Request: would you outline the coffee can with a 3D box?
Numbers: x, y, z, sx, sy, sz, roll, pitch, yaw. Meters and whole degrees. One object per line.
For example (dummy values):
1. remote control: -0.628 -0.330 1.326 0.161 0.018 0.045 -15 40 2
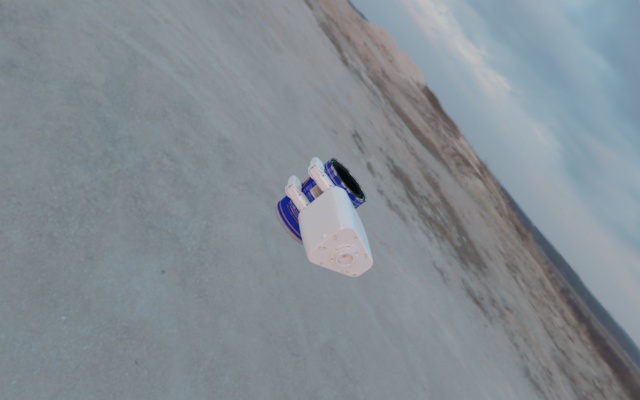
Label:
1. coffee can: 0.000 0.003 0.890 0.140 0.103 0.103 -39 -13 17
